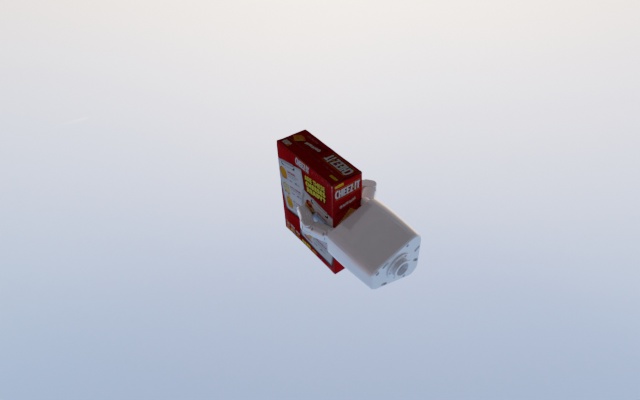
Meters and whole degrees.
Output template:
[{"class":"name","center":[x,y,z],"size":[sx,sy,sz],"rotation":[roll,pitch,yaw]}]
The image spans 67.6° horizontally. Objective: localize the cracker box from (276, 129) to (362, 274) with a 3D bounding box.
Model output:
[{"class":"cracker box","center":[0.000,0.003,0.861],"size":[0.072,0.214,0.164],"rotation":[-27,47,-26]}]
